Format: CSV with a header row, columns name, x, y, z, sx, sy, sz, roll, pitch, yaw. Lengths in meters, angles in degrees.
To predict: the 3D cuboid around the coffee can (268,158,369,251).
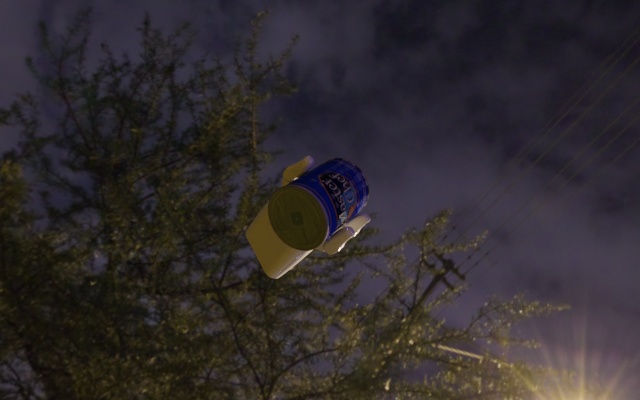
name,x,y,z,sx,sy,sz,roll,pitch,yaw
coffee can,0.000,0.002,0.743,0.103,0.103,0.140,0,21,33
